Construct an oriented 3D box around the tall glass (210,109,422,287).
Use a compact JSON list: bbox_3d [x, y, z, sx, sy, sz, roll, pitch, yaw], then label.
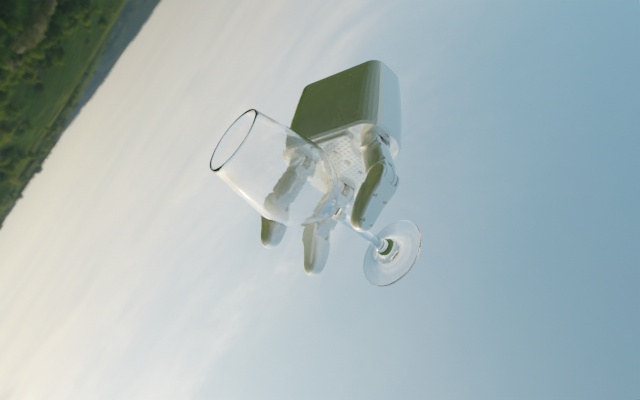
[{"bbox_3d":[0.001,0.002,0.433,0.201,0.079,0.079,35,-19,-28],"label":"tall glass"}]
